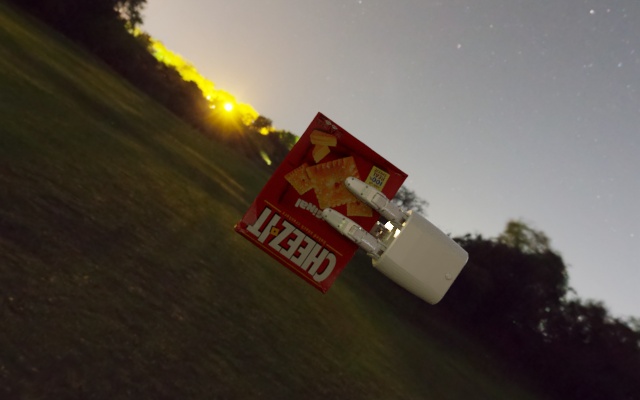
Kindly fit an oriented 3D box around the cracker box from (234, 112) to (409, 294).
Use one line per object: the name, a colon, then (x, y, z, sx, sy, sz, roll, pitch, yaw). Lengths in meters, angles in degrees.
cracker box: (0.000, 0.002, 0.707, 0.164, 0.213, 0.072, 36, -4, -5)
